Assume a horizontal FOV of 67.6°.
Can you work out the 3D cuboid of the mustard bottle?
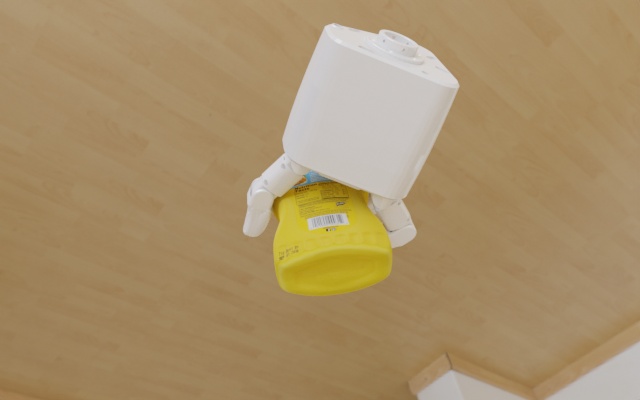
[{"bbox_3d":[0.000,0.002,0.455,0.096,0.058,0.191,-9,37,-3],"label":"mustard bottle"}]
